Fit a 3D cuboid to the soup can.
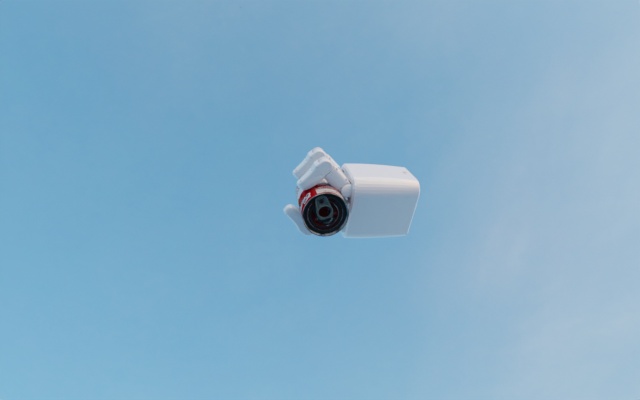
[{"bbox_3d":[0.000,0.002,0.726,0.068,0.068,0.102,0,22,-9],"label":"soup can"}]
